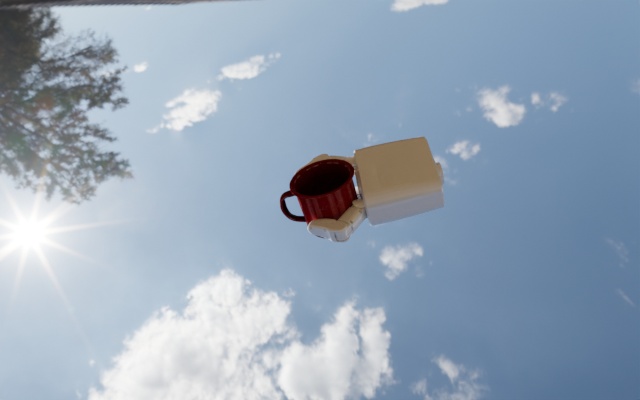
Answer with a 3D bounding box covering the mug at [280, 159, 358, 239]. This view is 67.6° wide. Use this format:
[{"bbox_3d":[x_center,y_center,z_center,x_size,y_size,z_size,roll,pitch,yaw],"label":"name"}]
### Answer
[{"bbox_3d":[-0.001,0.003,0.682,0.117,0.081,0.093,-13,35,8],"label":"mug"}]
